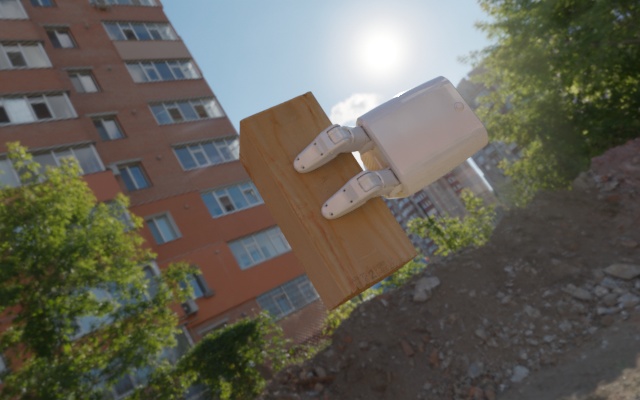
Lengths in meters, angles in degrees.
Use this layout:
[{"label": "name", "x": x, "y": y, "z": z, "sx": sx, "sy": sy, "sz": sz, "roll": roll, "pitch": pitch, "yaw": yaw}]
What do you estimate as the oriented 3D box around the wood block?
[{"label": "wood block", "x": 0.000, "y": 0.002, "z": 0.512, "sx": 0.090, "sy": 0.206, "sz": 0.091, "roll": -27, "pitch": -15, "yaw": -18}]
